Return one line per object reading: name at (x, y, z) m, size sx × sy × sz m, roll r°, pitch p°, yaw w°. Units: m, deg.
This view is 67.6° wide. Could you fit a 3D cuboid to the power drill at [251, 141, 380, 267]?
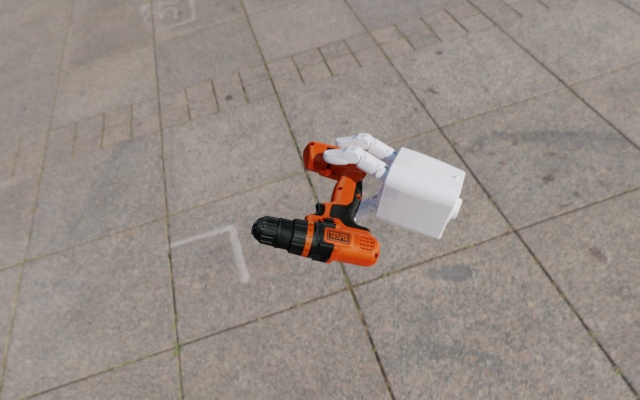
power drill at (0.000, 0.002, 0.715) m, size 0.184 × 0.187 × 0.057 m, roll 14°, pitch -34°, yaw -10°
